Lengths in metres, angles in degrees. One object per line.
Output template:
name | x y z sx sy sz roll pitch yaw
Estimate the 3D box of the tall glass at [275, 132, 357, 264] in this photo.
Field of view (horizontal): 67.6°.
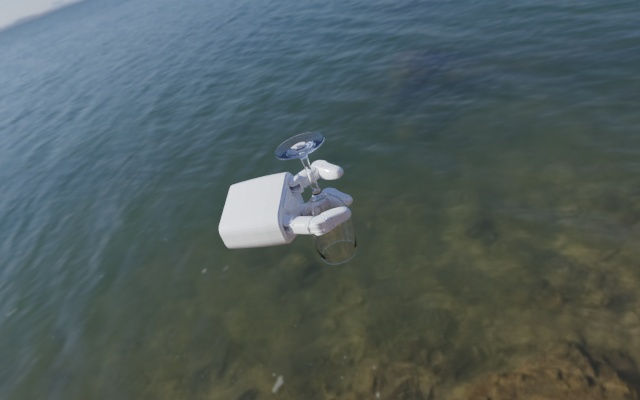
tall glass | 0.000 0.002 0.724 0.079 0.201 0.079 -16 30 9
